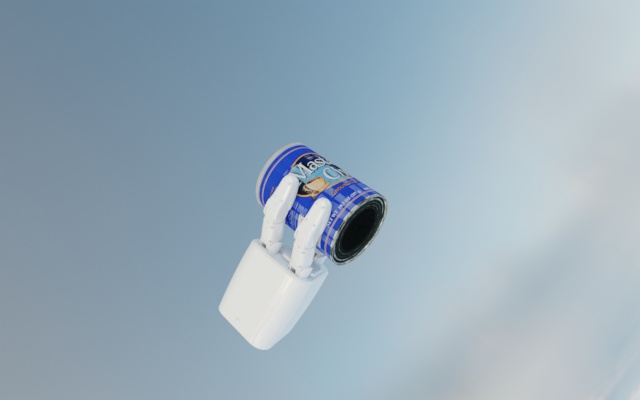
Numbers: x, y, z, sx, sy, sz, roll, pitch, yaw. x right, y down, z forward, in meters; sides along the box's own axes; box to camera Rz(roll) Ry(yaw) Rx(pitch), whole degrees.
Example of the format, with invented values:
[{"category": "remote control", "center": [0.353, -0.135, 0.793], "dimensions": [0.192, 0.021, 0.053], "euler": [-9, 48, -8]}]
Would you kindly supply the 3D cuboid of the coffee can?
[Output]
[{"category": "coffee can", "center": [0.000, 0.002, 0.616], "dimensions": [0.140, 0.103, 0.103], "euler": [36, 20, 30]}]
